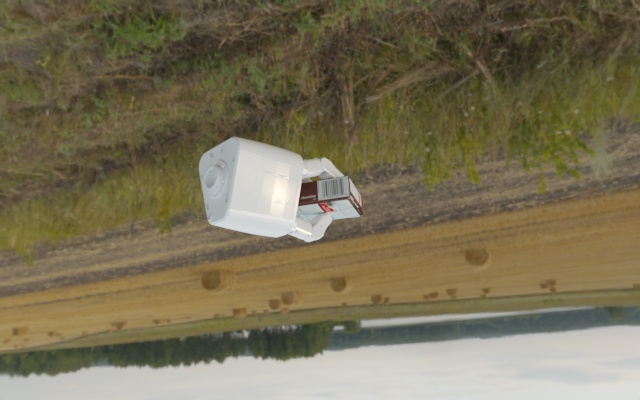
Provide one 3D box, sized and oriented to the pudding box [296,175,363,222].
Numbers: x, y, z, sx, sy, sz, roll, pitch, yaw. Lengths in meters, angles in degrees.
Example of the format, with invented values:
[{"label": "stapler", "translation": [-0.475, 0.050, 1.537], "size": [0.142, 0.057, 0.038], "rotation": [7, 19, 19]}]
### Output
[{"label": "pudding box", "translation": [0.000, 0.003, 0.722], "size": [0.113, 0.039, 0.090], "rotation": [-7, -20, 15]}]
